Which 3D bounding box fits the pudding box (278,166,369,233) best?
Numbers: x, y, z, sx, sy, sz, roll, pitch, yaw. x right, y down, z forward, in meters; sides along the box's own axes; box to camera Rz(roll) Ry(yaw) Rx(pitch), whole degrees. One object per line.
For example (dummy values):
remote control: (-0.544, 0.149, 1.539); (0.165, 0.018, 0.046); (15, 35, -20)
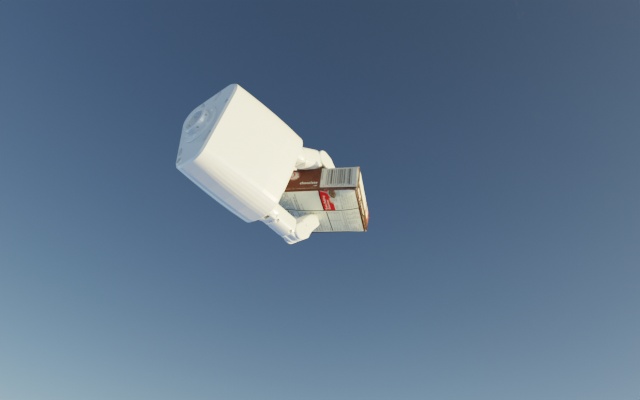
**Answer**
pudding box: (0.000, 0.002, 0.611); (0.113, 0.039, 0.090); (-1, -39, 14)
